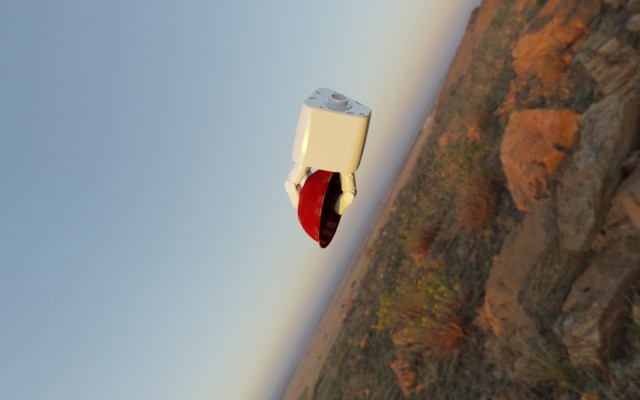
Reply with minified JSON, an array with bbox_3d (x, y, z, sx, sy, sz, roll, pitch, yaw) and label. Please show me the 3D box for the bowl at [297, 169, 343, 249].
[{"bbox_3d":[0.000,0.004,0.866,0.055,0.162,0.162,12,3,15],"label":"bowl"}]
